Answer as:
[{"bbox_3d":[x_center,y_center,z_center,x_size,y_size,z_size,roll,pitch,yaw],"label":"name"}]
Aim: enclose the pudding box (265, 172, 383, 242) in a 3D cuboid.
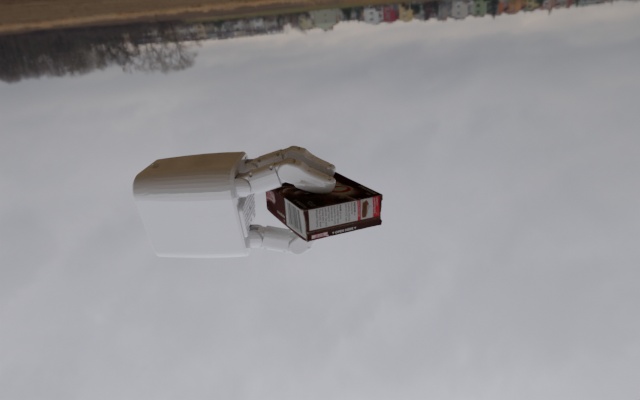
[{"bbox_3d":[0.000,0.002,0.516,0.090,0.039,0.113,-12,23,-23],"label":"pudding box"}]
